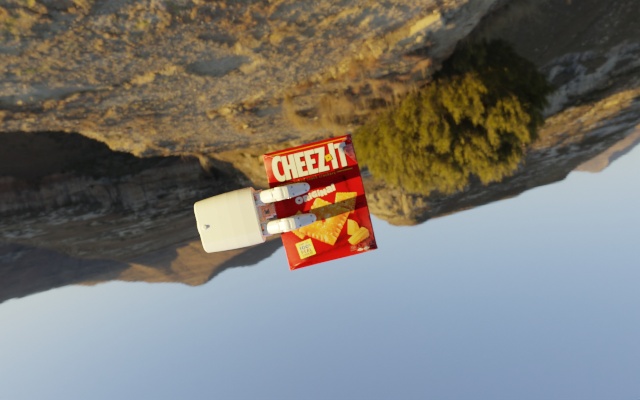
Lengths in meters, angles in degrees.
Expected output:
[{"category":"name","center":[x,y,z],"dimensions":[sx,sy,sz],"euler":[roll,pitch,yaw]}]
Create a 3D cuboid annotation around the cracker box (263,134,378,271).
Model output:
[{"category":"cracker box","center":[0.000,0.003,0.864],"dimensions":[0.164,0.213,0.072],"euler":[-13,2,0]}]
